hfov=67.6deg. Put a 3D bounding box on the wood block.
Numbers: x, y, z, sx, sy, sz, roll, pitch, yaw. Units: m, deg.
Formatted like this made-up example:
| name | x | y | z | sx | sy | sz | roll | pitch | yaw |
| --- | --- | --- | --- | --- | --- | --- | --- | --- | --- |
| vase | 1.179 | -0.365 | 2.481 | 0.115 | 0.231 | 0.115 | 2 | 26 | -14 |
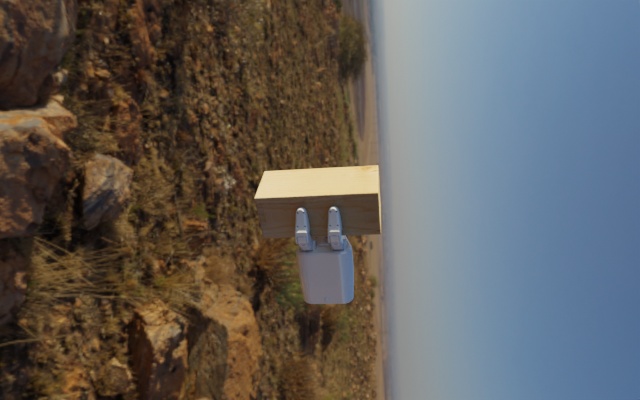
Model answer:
| name | x | y | z | sx | sy | sz | roll | pitch | yaw |
| --- | --- | --- | --- | --- | --- | --- | --- | --- | --- |
| wood block | 0.000 | 0.003 | 0.838 | 0.206 | 0.090 | 0.090 | -2 | 34 | 9 |
